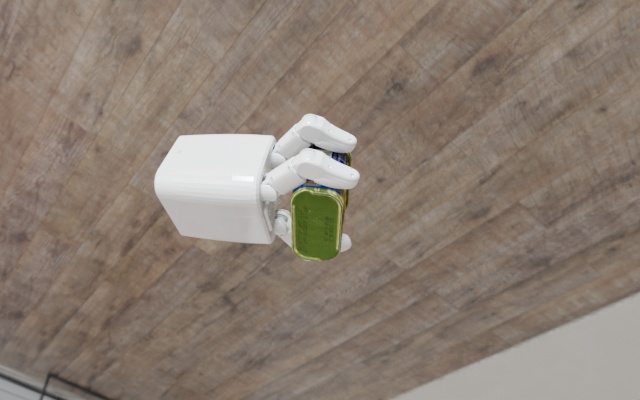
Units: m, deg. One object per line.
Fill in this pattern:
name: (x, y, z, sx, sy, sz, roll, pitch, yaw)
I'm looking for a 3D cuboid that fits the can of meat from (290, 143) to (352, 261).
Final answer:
can of meat: (0.000, 0.002, 0.505, 0.057, 0.102, 0.084, 5, 40, 5)
